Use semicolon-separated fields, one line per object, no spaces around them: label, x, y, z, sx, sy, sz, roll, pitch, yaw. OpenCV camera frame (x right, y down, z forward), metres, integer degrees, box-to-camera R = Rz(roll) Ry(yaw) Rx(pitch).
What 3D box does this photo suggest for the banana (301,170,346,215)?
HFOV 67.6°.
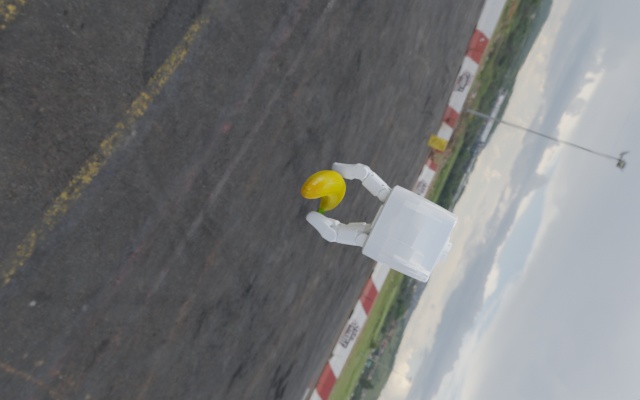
banana;0.010;-0.013;0.726;0.037;0.069;0.198;29;-8;12
